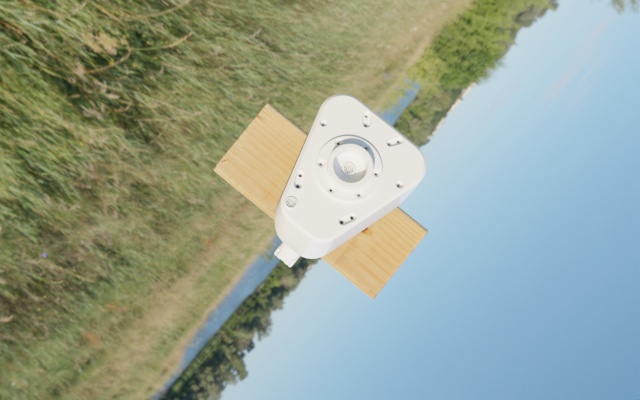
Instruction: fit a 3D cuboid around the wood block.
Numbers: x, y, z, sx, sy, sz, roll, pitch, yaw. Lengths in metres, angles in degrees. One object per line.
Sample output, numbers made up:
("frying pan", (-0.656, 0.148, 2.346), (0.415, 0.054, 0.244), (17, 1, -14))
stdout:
("wood block", (0.000, 0.002, 0.517), (0.206, 0.091, 0.090), (39, -2, 3))
